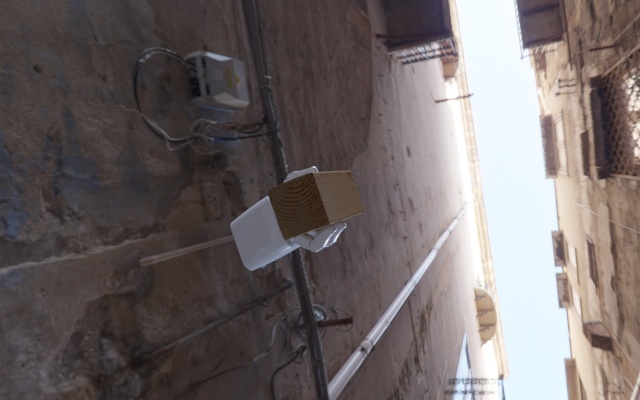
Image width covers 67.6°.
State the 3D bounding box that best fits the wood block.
[{"bbox_3d":[0.000,0.003,0.866,0.090,0.091,0.206,-21,-3,21],"label":"wood block"}]
